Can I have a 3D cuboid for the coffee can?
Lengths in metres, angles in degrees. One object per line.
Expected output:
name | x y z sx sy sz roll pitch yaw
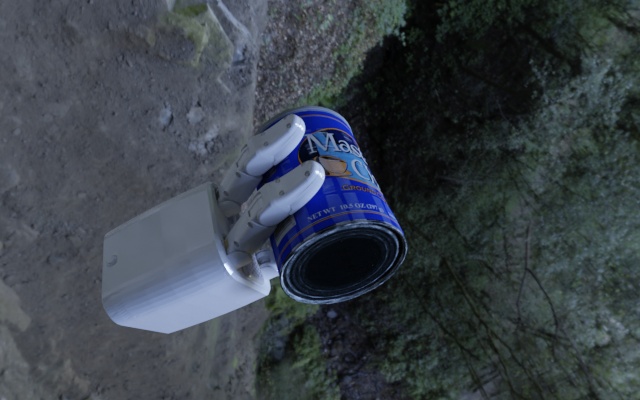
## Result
coffee can | 0.000 0.001 0.410 0.103 0.140 0.103 -12 -41 -10
